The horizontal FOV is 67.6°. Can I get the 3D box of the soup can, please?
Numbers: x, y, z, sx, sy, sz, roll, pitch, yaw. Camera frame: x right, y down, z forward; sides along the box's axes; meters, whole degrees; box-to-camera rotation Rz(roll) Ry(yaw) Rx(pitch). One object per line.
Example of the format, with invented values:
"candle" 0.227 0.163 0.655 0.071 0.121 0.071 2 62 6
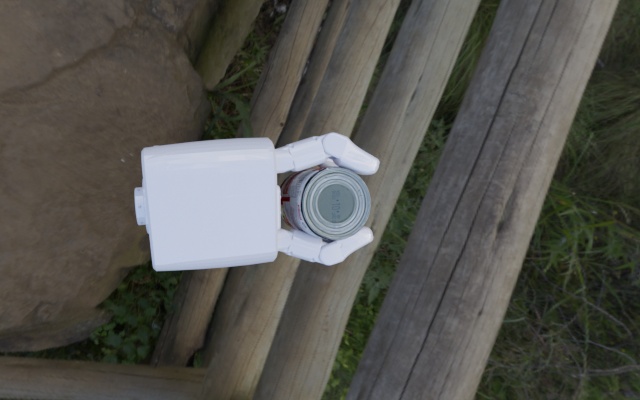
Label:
"soup can" 0.001 0.002 0.469 0.068 0.068 0.102 0 1 -17
